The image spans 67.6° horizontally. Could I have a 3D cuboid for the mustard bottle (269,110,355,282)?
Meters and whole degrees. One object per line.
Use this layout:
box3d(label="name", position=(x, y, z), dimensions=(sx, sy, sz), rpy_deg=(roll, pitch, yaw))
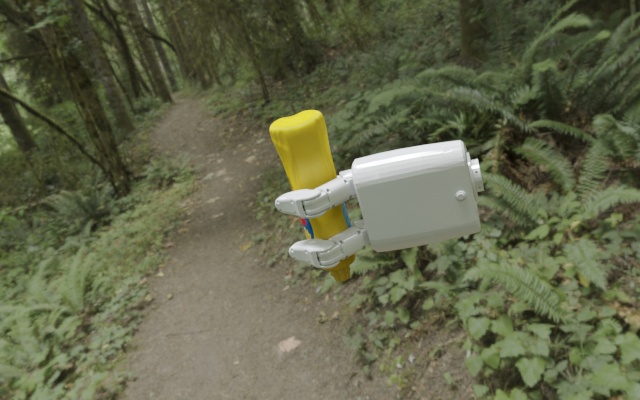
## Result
box3d(label="mustard bottle", position=(0.000, 0.002, 0.522), dimensions=(0.058, 0.192, 0.096), rpy_deg=(-18, 17, -4))
